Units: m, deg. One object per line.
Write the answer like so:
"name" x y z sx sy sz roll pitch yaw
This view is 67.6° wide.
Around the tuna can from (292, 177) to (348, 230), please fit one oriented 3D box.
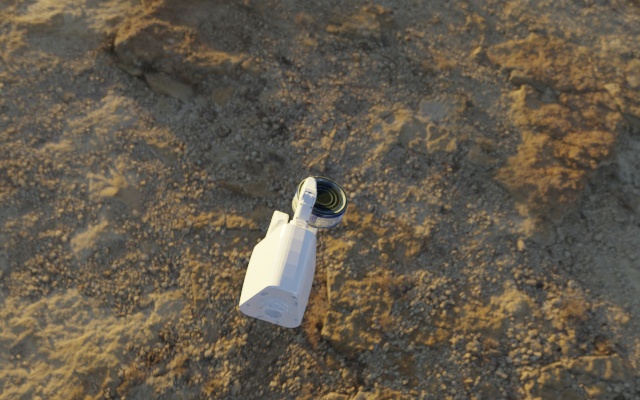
"tuna can" 0.000 0.002 0.764 0.086 0.086 0.034 0 -40 -21
